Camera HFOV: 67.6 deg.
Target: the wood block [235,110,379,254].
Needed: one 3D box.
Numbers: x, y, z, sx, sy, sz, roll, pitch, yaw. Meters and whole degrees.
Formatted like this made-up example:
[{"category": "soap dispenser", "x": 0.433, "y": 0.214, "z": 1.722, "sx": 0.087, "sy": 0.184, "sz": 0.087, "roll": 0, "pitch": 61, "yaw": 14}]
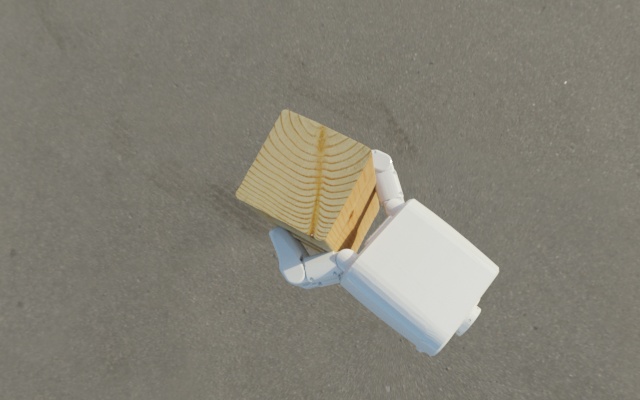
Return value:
[{"category": "wood block", "x": 0.001, "y": 0.001, "z": 0.496, "sx": 0.090, "sy": 0.091, "sz": 0.206, "roll": 27, "pitch": -9, "yaw": 14}]
